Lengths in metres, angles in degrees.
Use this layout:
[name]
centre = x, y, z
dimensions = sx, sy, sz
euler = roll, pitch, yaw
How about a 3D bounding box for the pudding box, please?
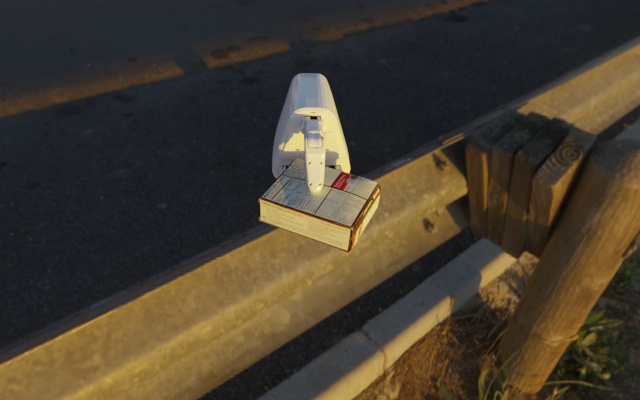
[pudding box]
centre = 0.000, 0.002, 0.533
dimensions = 0.113, 0.039, 0.090
euler = 17, 42, 19
